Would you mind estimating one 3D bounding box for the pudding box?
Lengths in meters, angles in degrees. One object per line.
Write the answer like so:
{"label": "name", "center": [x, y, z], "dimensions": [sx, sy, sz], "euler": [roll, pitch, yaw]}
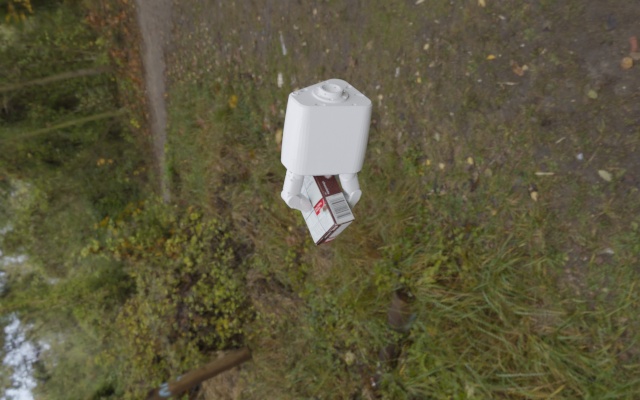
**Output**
{"label": "pudding box", "center": [0.000, 0.002, 0.756], "dimensions": [0.039, 0.113, 0.090], "euler": [-14, -19, -27]}
